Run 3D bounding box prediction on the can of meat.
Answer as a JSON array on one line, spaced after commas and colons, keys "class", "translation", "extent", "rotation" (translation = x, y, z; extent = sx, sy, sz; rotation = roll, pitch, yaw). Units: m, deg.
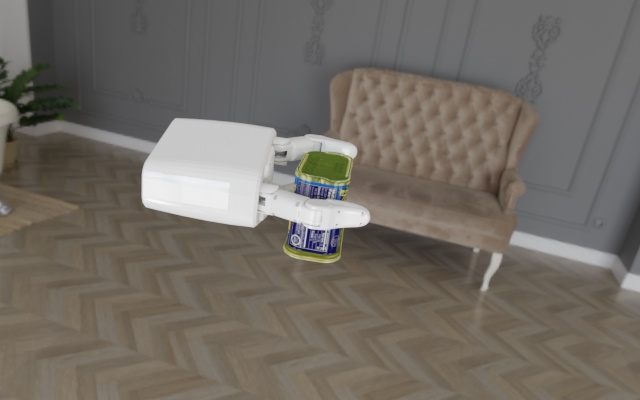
[{"class": "can of meat", "translation": [0.000, 0.001, 0.487], "extent": [0.057, 0.084, 0.102], "rotation": [9, 21, 3]}]
